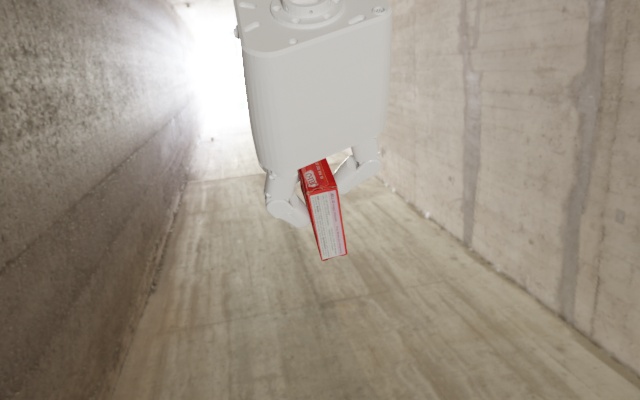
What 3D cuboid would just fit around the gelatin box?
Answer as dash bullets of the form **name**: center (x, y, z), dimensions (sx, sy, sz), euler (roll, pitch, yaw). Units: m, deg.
- **gelatin box**: center (0.001, 0.002, 0.463), dimensions (0.030, 0.089, 0.073), euler (-14, 40, -3)
